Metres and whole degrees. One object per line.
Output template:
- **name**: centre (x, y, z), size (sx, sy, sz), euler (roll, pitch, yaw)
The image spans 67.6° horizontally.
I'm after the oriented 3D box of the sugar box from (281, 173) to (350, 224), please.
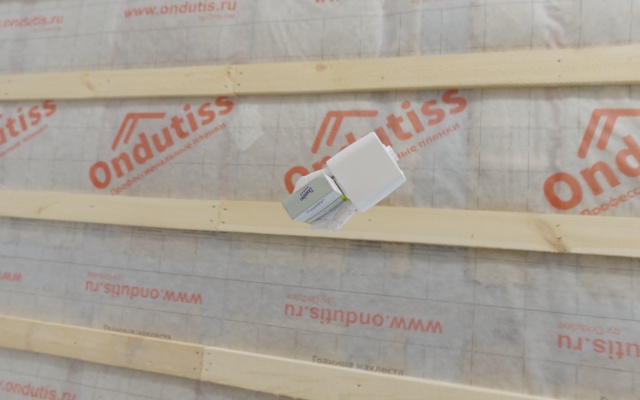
- **sugar box**: centre (0.000, 0.002, 0.900), size (0.093, 0.048, 0.176), euler (-35, -17, 8)
